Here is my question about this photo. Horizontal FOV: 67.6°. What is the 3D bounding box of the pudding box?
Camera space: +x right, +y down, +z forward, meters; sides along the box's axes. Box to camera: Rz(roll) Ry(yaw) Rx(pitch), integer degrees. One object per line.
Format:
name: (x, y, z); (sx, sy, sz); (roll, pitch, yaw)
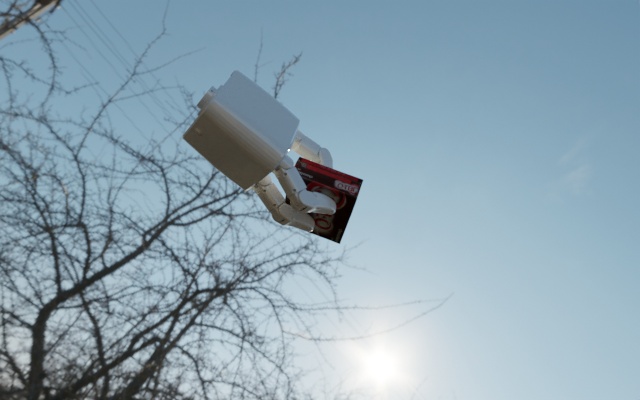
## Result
pudding box: (0.000, 0.002, 0.640); (0.090, 0.039, 0.114); (21, -36, 5)
